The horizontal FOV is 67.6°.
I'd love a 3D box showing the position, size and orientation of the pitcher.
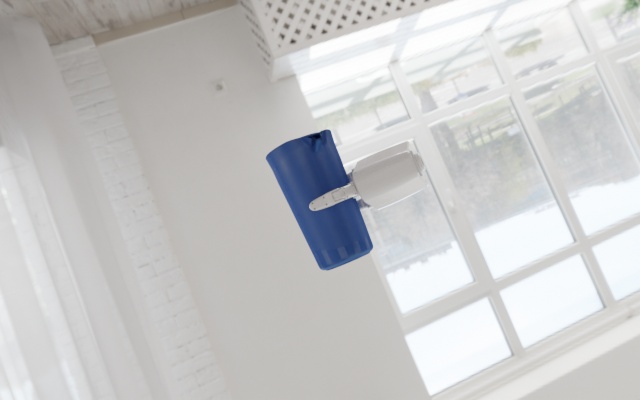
[{"bbox_3d":[0.000,0.003,0.894,0.145,0.243,0.149,-24,-5,18],"label":"pitcher"}]
